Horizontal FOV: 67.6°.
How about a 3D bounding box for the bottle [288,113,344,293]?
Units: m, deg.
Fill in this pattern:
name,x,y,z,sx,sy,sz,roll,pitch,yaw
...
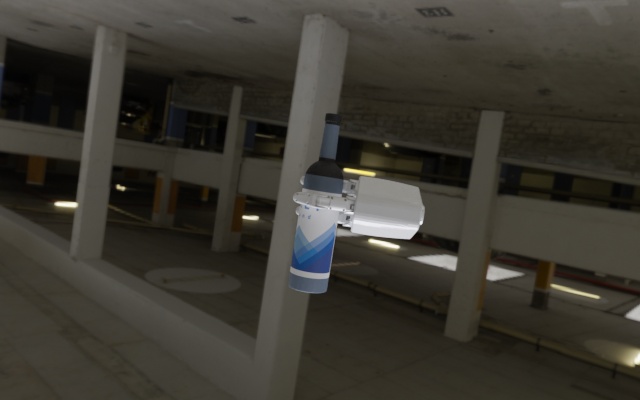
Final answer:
name,x,y,z,sx,sy,sz,roll,pitch,yaw
bottle,0.000,0.003,0.801,0.069,0.296,0.069,9,3,0
